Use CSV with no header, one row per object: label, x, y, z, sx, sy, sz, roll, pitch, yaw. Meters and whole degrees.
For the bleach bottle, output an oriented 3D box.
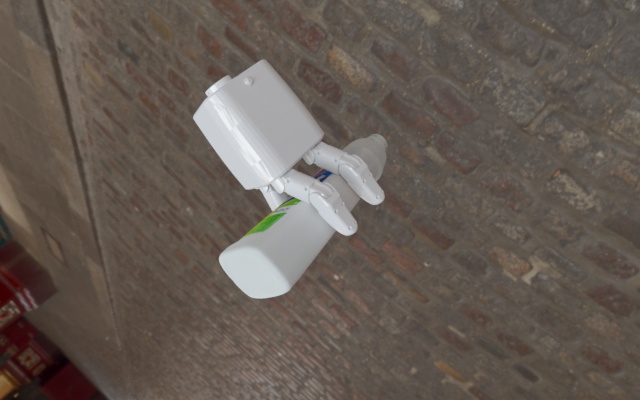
bleach bottle,0.000,0.002,0.557,0.102,0.068,0.250,-22,20,52
